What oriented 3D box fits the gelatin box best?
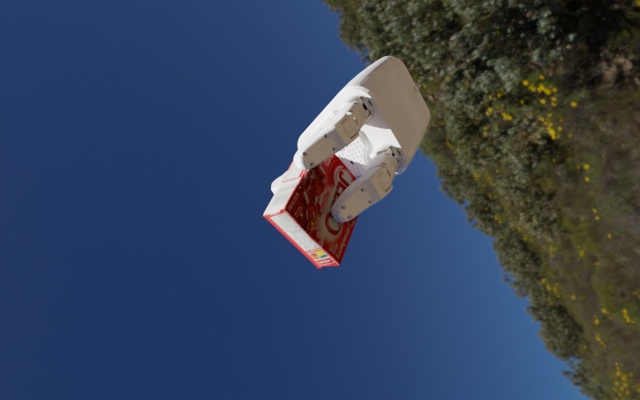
[{"bbox_3d":[0.000,0.002,0.414,0.030,0.089,0.073,-17,-54,41],"label":"gelatin box"}]
